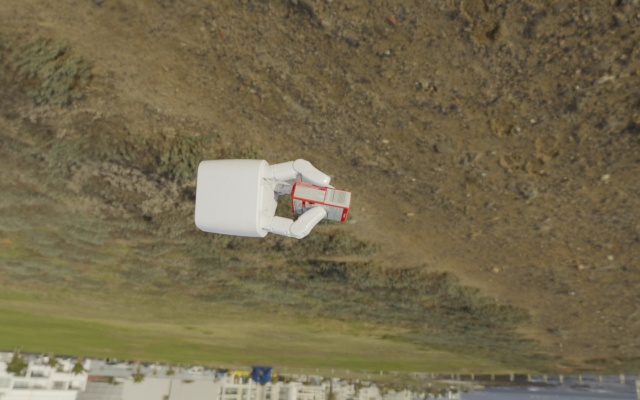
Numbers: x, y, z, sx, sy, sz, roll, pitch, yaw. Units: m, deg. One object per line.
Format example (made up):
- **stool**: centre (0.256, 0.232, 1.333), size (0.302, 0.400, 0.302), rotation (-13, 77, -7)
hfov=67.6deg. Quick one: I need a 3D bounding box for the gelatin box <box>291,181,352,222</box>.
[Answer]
- **gelatin box**: centre (0.000, 0.003, 0.736), size (0.089, 0.030, 0.073), rotation (11, -19, 2)
